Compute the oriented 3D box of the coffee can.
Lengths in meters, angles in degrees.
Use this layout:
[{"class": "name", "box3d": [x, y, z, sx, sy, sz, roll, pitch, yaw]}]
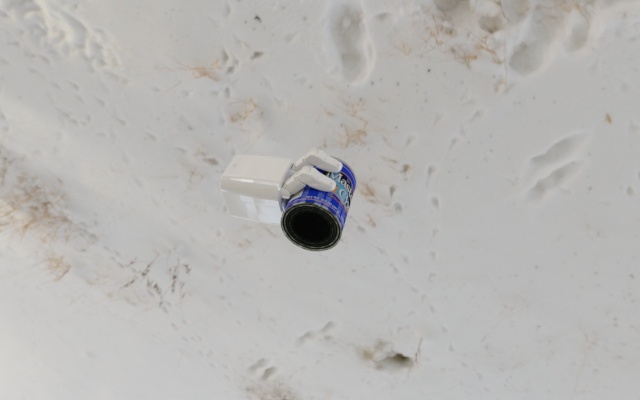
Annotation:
[{"class": "coffee can", "box3d": [0.000, 0.003, 0.818, 0.103, 0.103, 0.140, 0, 37, 16]}]
